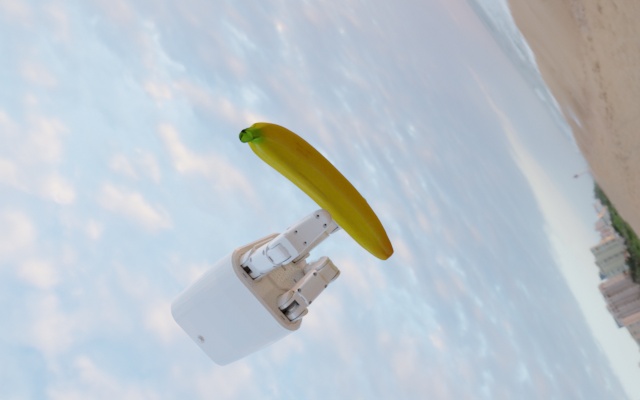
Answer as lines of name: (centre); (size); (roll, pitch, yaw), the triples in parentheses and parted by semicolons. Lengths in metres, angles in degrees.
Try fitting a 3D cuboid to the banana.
banana: (-0.003, -0.013, 0.438); (0.037, 0.069, 0.198); (-35, -55, 26)
